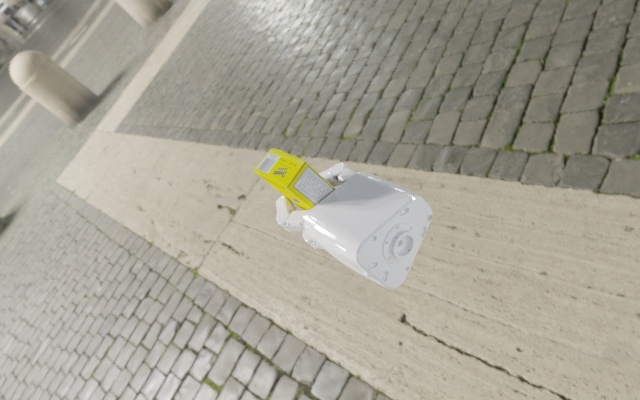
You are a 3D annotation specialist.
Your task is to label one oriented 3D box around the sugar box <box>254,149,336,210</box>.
[{"bbox_3d":[0.000,0.003,0.648,0.176,0.048,0.093,43,-10,-36],"label":"sugar box"}]
